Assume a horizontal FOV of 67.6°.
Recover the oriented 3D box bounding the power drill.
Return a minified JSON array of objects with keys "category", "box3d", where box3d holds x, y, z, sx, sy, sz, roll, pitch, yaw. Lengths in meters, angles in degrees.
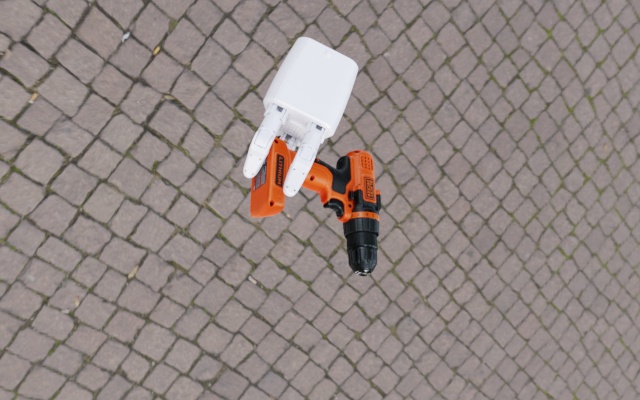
[{"category":"power drill","box3d":[0.000,0.002,0.642,0.188,0.184,0.057,15,-28,-32]}]
